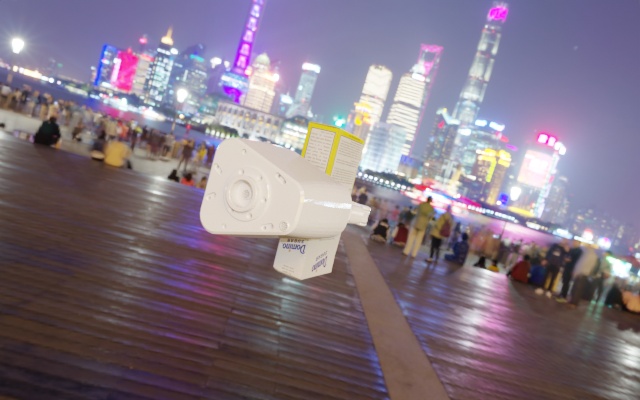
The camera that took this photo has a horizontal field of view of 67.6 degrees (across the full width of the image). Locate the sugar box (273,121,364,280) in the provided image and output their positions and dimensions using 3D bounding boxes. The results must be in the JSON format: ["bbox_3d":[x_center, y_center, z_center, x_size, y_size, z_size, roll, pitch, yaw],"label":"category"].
[{"bbox_3d":[0.000,0.002,0.574,0.048,0.176,0.093,19,5,24],"label":"sugar box"}]
